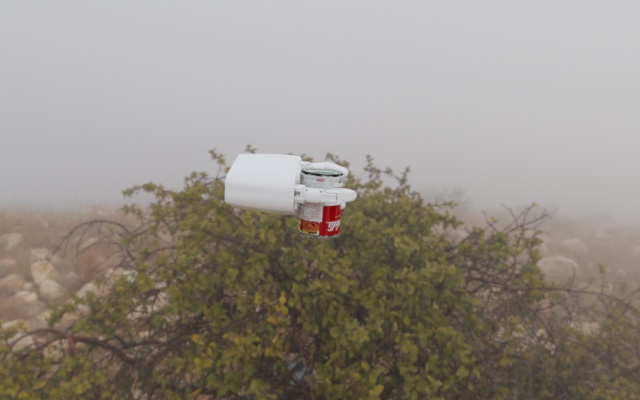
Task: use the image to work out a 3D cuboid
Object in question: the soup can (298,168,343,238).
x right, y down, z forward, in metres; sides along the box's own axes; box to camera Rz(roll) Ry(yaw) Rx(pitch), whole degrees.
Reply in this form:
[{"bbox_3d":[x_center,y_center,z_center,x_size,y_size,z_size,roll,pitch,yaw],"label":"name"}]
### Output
[{"bbox_3d":[0.001,0.002,0.769,0.068,0.102,0.068,4,11,-1],"label":"soup can"}]
